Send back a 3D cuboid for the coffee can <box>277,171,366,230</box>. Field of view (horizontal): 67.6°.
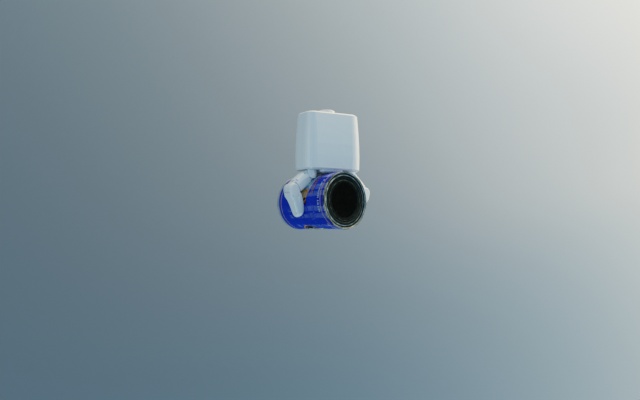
[{"bbox_3d":[0.000,0.003,0.888,0.103,0.103,0.140,0,-3,-40],"label":"coffee can"}]
